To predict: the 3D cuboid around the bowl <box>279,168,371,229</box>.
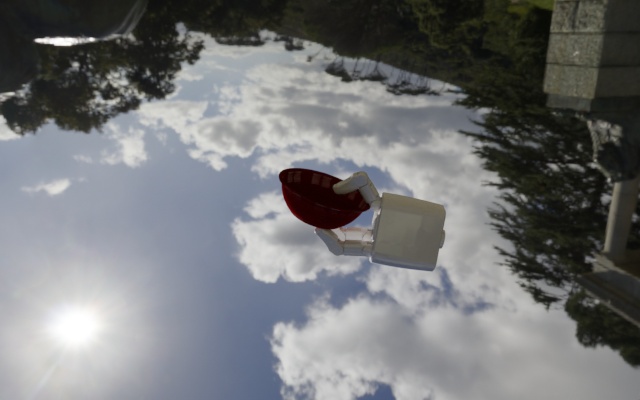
[{"bbox_3d":[-0.001,0.002,0.800,0.162,0.055,0.162,17,20,-7],"label":"bowl"}]
